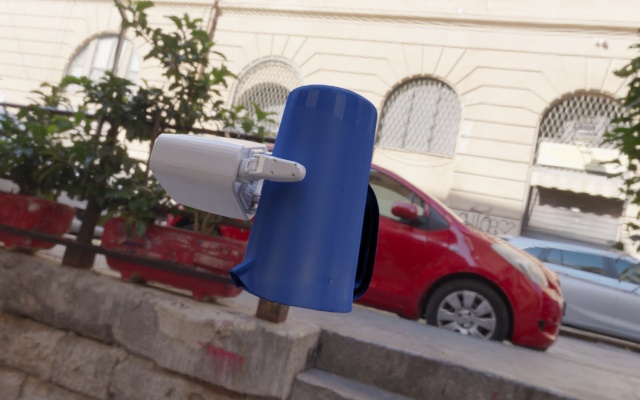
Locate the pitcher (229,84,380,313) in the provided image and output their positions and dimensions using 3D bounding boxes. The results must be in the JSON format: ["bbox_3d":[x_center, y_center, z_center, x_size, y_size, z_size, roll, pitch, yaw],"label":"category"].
[{"bbox_3d":[0.000,0.002,0.552,0.145,0.243,0.149,11,-6,10],"label":"pitcher"}]
